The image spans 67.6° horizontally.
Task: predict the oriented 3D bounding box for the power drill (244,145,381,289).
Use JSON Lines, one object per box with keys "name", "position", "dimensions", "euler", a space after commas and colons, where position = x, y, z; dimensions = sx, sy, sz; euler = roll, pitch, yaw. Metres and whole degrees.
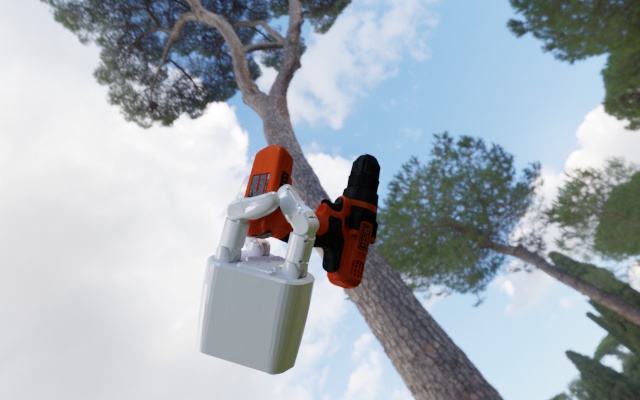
{"name": "power drill", "position": [0.000, 0.002, 0.590], "dimensions": [0.188, 0.184, 0.057], "euler": [24, -21, -37]}
